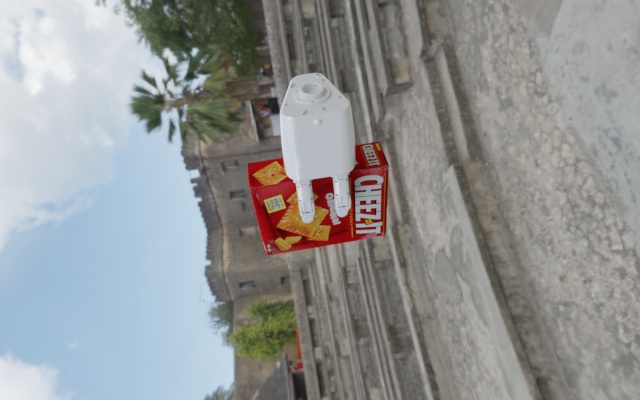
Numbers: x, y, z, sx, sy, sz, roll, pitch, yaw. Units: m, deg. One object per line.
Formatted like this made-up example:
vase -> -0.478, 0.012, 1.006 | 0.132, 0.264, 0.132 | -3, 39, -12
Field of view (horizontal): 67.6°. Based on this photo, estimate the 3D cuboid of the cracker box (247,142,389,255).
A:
cracker box -> 0.000, 0.002, 0.783 | 0.213, 0.164, 0.072 | -9, 45, -3
